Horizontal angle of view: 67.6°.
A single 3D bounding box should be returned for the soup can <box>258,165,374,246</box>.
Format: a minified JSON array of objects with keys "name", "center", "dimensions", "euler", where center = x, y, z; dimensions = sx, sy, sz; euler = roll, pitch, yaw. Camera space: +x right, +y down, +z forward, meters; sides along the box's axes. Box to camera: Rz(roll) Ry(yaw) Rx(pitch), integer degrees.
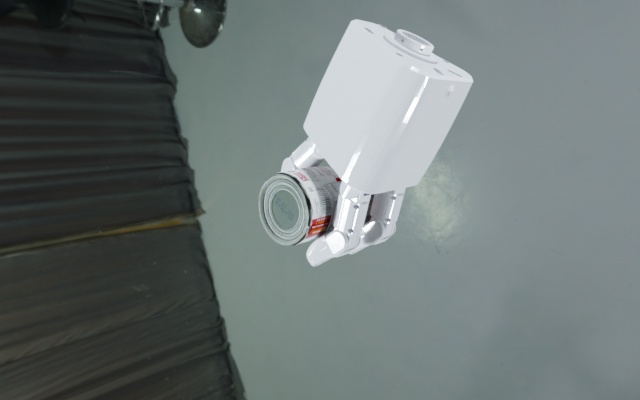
[{"name":"soup can","center":[0.000,0.002,0.459],"dimensions":[0.068,0.068,0.102],"euler":[0,8,43]}]
